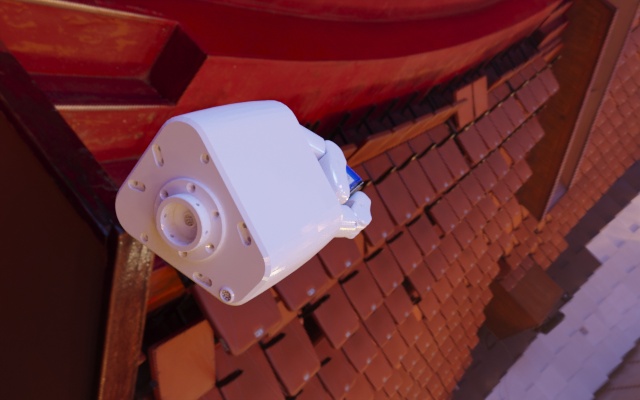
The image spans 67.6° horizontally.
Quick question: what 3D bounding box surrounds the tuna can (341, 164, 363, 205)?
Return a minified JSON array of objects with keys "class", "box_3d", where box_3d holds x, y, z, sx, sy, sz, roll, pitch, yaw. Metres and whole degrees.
[{"class":"tuna can","box_3d":[0.001,0.002,0.447,0.034,0.086,0.086,44,4,5]}]
